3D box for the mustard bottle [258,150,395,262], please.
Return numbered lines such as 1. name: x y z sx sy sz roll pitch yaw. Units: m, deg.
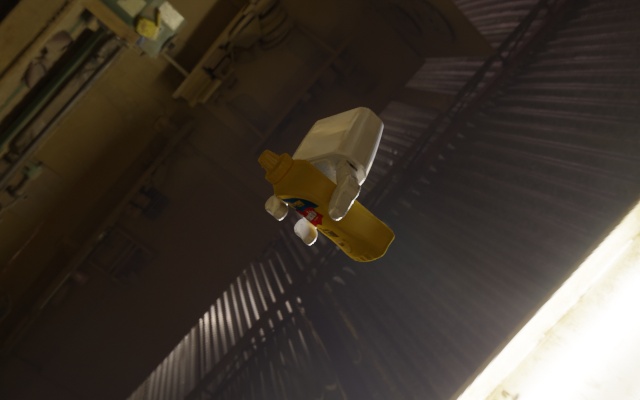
1. mustard bottle: 0.000 0.002 0.608 0.192 0.058 0.096 40 -16 -18
